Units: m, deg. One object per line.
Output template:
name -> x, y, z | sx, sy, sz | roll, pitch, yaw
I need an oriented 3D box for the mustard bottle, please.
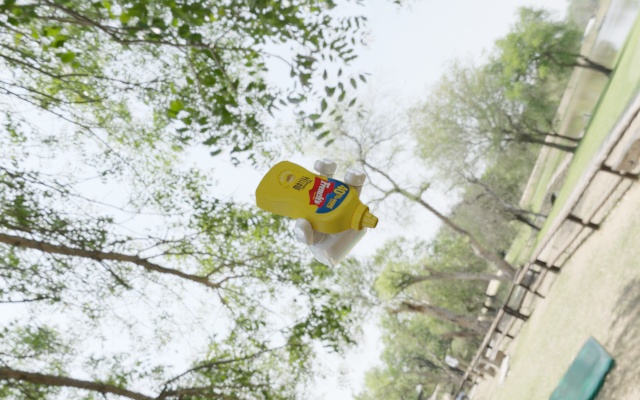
mustard bottle -> 0.000, 0.002, 0.745 | 0.191, 0.058, 0.096 | 22, 47, 20
